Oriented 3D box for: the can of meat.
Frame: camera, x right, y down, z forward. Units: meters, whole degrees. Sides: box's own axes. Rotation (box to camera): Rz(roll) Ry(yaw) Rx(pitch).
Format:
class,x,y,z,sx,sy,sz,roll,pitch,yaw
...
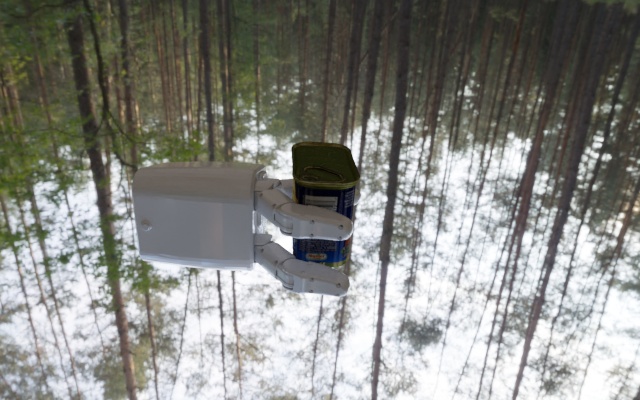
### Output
class,x,y,z,sx,sy,sz,roll,pitch,yaw
can of meat,0.000,0.002,0.444,0.057,0.084,0.102,2,25,-5
